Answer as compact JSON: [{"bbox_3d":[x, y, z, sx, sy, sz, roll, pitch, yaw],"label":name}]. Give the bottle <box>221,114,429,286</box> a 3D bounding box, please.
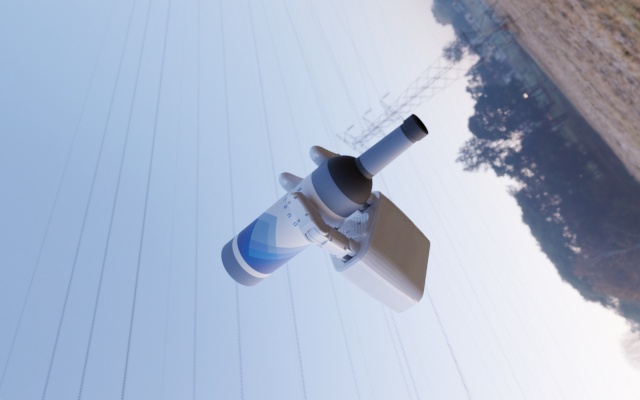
[{"bbox_3d":[0.000,0.002,0.558,0.296,0.069,0.069,-38,-19,27],"label":"bottle"}]
